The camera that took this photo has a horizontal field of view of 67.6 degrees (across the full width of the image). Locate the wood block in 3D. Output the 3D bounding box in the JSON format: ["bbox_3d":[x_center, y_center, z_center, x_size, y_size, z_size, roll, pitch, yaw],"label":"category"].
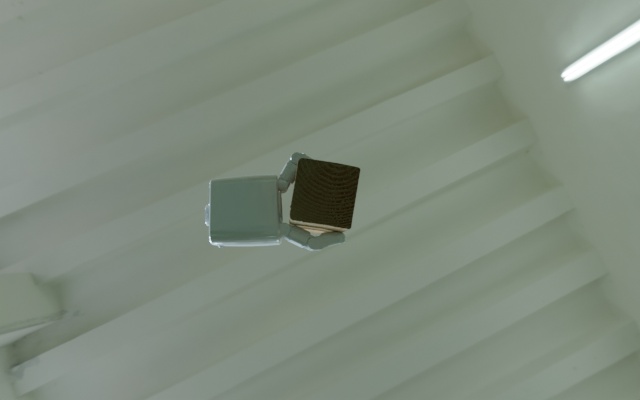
[{"bbox_3d":[0.000,0.002,0.762,0.090,0.091,0.206,9,-7,-3],"label":"wood block"}]
